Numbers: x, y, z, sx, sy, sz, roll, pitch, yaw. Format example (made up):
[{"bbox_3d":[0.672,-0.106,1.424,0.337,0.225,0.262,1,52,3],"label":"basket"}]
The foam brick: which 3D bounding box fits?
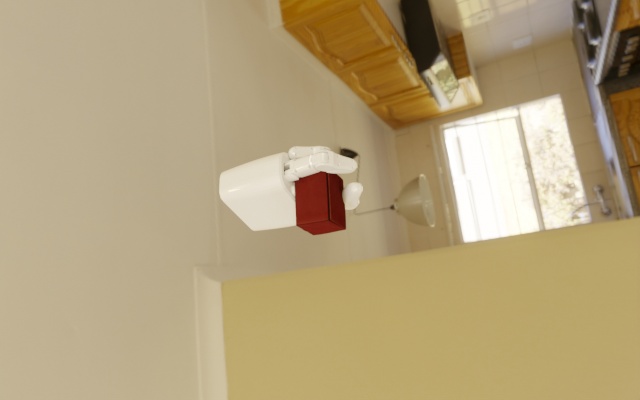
[{"bbox_3d":[0.000,0.002,0.648,0.051,0.078,0.053,-13,-24,23],"label":"foam brick"}]
